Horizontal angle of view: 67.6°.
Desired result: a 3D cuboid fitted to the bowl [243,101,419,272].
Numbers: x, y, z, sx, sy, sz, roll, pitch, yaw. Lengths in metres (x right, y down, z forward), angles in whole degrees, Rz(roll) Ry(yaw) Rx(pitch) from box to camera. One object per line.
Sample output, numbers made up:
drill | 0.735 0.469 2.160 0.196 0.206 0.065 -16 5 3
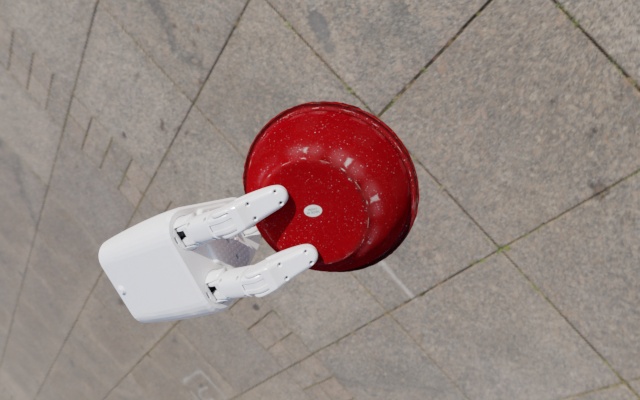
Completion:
bowl | 0.001 0.001 0.403 0.162 0.162 0.055 0 21 15
